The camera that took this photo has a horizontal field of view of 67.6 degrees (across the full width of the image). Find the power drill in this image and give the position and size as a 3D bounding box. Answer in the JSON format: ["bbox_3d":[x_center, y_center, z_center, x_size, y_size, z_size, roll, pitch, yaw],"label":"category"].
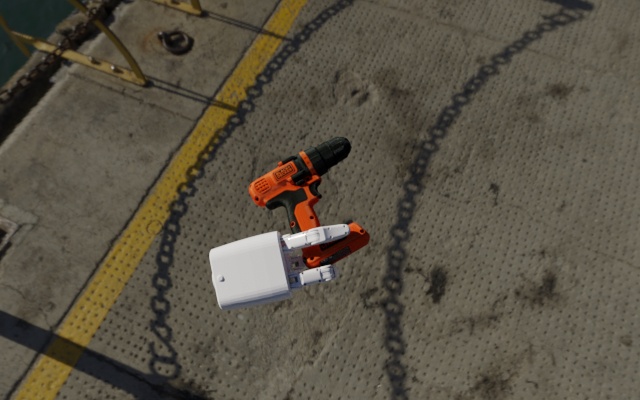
[{"bbox_3d":[0.000,0.003,0.755,0.184,0.187,0.057,-31,-27,-1],"label":"power drill"}]
